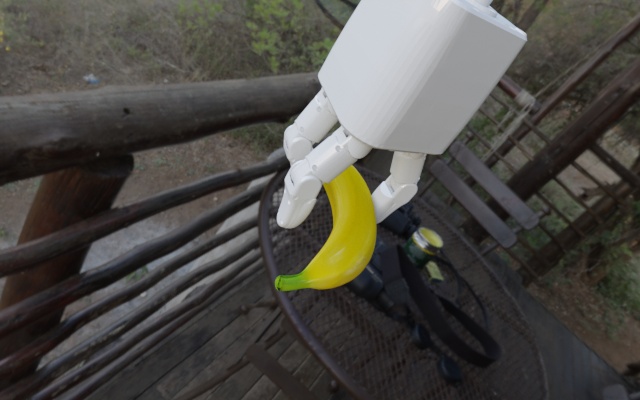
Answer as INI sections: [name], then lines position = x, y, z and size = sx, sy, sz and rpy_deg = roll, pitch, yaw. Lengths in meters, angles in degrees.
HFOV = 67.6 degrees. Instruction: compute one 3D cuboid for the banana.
[banana]
position = 0.016, 0.011, 0.413
size = 0.069, 0.037, 0.197
rpy_deg = 25, 34, -7
